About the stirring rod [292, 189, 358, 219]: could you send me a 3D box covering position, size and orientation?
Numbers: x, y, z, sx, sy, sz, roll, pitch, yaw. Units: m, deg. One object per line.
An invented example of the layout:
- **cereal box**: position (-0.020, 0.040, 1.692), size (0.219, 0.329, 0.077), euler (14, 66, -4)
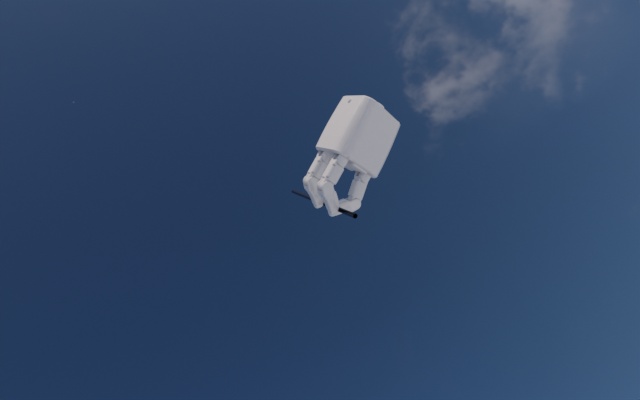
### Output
- **stirring rod**: position (0.000, 0.003, 0.850), size (0.011, 0.011, 0.239), euler (0, 10, -27)
